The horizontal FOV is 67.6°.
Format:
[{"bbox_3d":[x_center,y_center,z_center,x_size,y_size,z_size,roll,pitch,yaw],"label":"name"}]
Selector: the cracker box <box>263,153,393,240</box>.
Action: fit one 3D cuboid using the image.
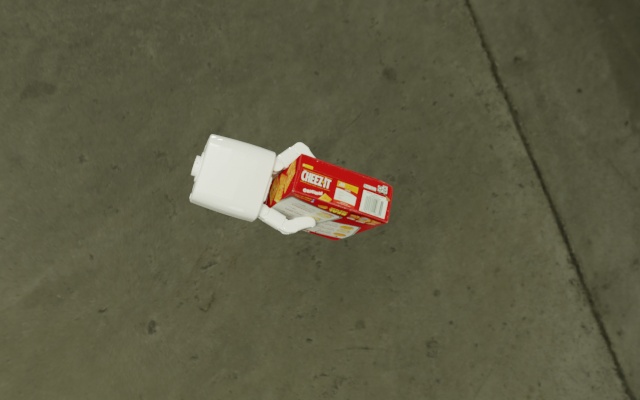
[{"bbox_3d":[0.000,0.003,0.818,0.164,0.072,0.214,18,-18,-17],"label":"cracker box"}]
